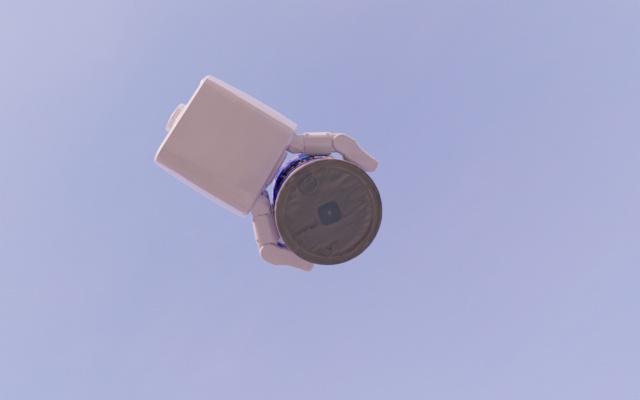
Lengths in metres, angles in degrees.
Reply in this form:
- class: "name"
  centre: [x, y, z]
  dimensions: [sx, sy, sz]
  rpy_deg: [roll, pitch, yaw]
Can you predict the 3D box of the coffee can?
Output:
- class: "coffee can"
  centre: [0.000, 0.002, 0.517]
  dimensions: [0.103, 0.103, 0.140]
  rpy_deg: [0, 8, -7]
